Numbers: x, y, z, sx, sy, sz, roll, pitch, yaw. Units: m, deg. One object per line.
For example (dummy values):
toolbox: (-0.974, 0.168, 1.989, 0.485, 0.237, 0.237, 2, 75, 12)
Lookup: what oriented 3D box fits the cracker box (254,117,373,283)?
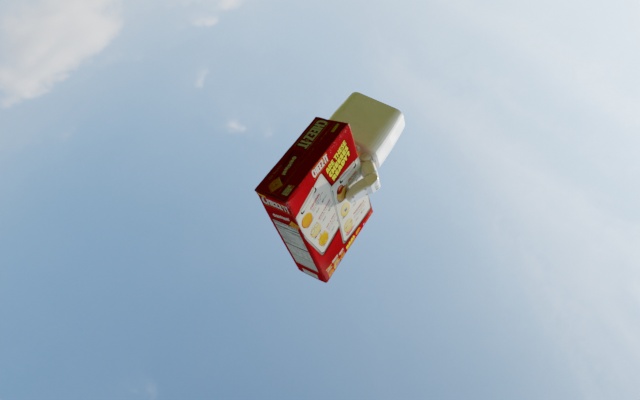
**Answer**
cracker box: (0.000, 0.003, 0.757, 0.072, 0.164, 0.214, 19, -31, 32)
